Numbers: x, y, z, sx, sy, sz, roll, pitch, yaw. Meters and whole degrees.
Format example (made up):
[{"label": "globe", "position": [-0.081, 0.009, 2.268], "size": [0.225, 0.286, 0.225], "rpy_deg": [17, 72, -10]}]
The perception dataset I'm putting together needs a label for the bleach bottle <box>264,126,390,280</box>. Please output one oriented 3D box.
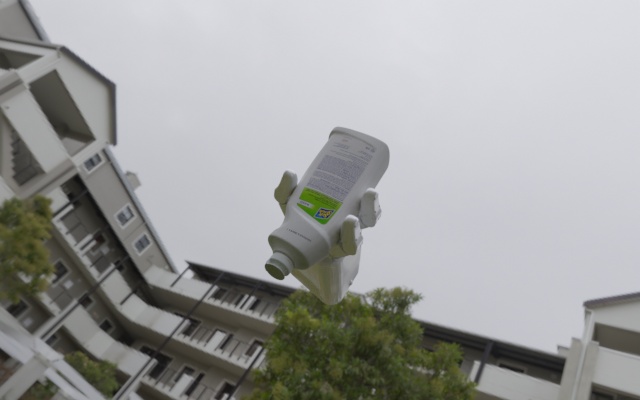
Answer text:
[{"label": "bleach bottle", "position": [0.000, 0.002, 0.643], "size": [0.102, 0.068, 0.250], "rpy_deg": [21, 51, 22]}]
